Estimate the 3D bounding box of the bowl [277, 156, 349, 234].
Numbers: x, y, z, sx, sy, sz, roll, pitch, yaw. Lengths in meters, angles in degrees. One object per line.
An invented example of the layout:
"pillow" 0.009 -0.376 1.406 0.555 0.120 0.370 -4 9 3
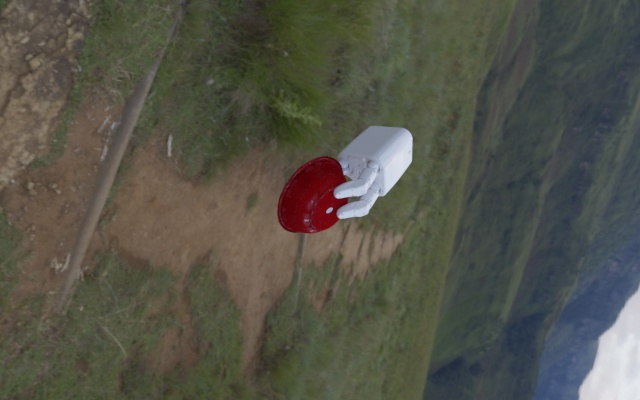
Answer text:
"bowl" 0.000 0.004 0.874 0.162 0.162 0.055 0 29 -49
